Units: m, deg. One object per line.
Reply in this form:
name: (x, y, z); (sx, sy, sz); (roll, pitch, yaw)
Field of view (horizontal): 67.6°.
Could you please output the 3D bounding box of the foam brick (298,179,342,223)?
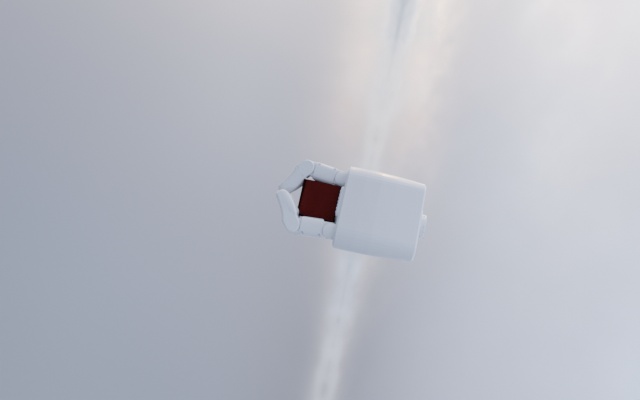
foam brick: (0.000, 0.002, 0.671); (0.051, 0.053, 0.078); (12, 0, 5)
